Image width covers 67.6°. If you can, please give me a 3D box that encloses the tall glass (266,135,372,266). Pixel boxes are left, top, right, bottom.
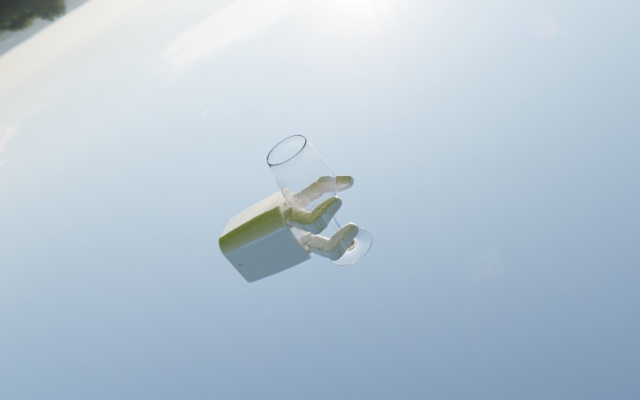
[{"bbox_3d":[0.001,0.003,0.686,0.079,0.201,0.079,-22,35,16],"label":"tall glass"}]
